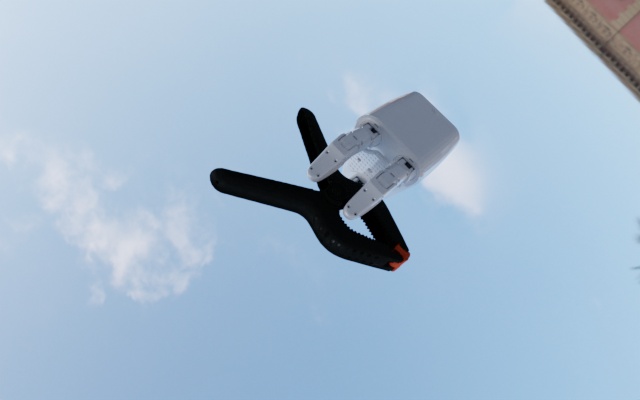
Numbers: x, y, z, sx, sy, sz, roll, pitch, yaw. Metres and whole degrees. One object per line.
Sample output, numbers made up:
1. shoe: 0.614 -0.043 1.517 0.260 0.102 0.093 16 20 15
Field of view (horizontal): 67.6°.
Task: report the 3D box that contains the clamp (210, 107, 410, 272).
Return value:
1. clamp: 0.000 0.002 0.500 0.164 0.210 0.036 -36 -12 -39
